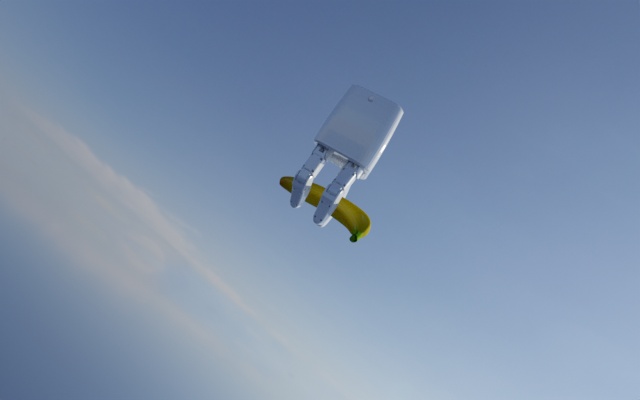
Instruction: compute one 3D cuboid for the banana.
[{"bbox_3d":[0.015,0.007,0.726,0.069,0.037,0.197,15,14,-45],"label":"banana"}]
